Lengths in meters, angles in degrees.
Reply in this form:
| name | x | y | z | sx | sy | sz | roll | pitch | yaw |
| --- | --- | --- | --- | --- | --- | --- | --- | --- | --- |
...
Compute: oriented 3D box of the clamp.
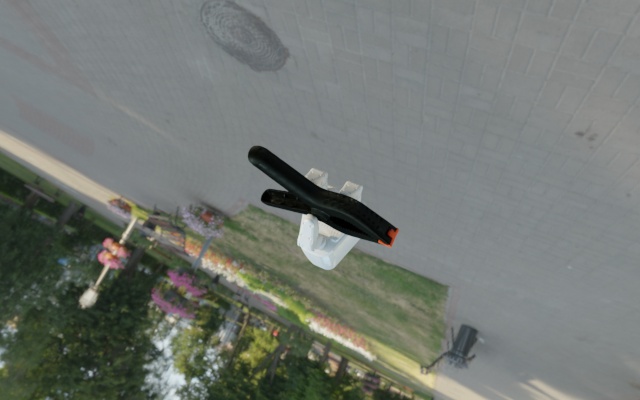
| name | x | y | z | sx | sy | sz | roll | pitch | yaw |
| --- | --- | --- | --- | --- | --- | --- | --- | --- | --- |
| clamp | 0.000 | 0.003 | 0.618 | 0.210 | 0.036 | 0.165 | 22 | -17 | 14 |
